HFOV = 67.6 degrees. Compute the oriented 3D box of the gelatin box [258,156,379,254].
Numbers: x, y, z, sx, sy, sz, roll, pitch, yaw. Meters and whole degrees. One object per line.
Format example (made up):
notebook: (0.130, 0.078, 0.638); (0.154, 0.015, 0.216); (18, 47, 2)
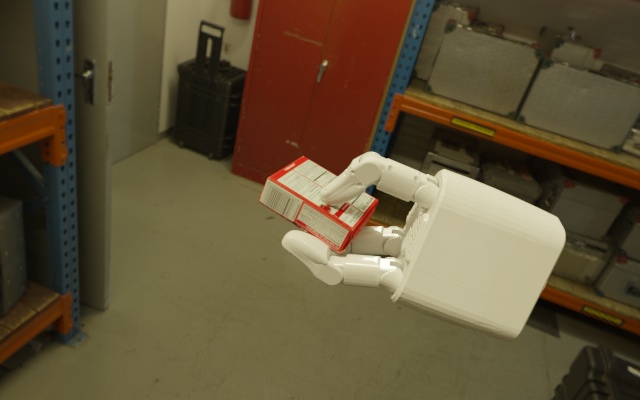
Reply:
gelatin box: (0.000, 0.001, 0.434); (0.089, 0.030, 0.073); (32, 30, 9)
